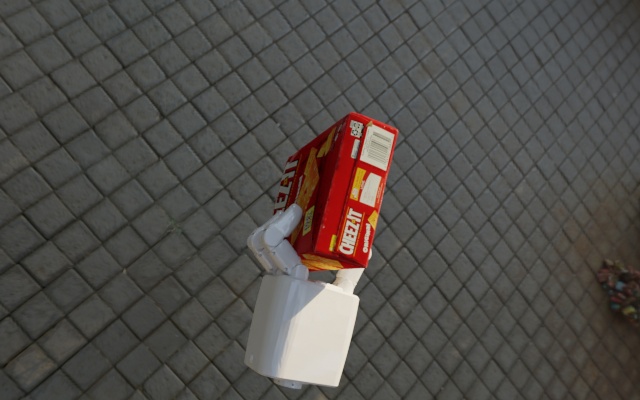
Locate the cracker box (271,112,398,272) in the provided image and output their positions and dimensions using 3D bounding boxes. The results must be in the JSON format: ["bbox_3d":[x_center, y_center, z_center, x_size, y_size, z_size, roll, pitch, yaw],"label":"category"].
[{"bbox_3d":[0.000,0.002,0.600,0.072,0.164,0.214,20,-15,-19],"label":"cracker box"}]
